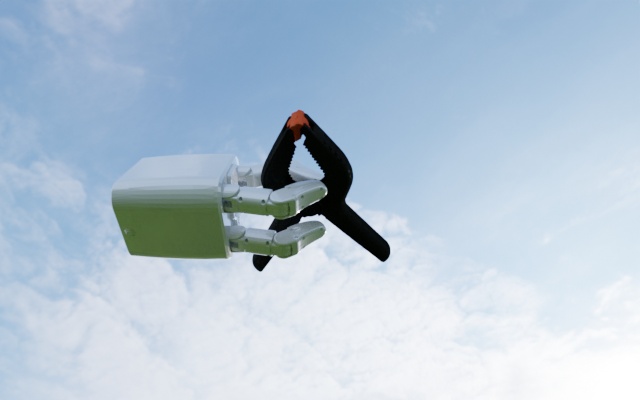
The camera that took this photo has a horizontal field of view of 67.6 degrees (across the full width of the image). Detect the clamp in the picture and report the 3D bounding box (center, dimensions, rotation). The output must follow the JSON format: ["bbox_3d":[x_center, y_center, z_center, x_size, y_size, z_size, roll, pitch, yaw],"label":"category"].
[{"bbox_3d":[0.000,0.001,0.515,0.164,0.210,0.036,-1,40,-1],"label":"clamp"}]
